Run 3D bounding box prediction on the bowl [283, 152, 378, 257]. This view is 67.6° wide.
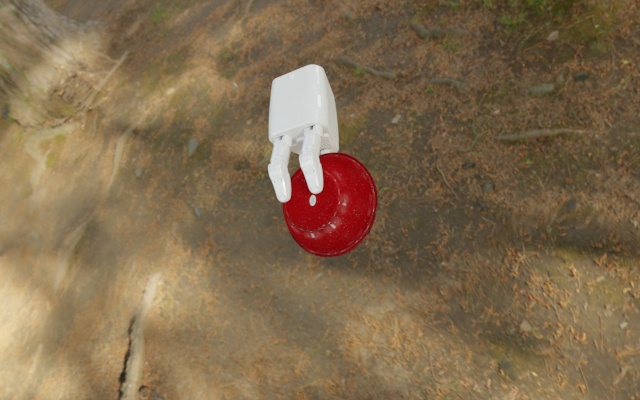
[{"bbox_3d":[0.000,0.003,0.703,0.162,0.162,0.055,0,-8,30],"label":"bowl"}]
